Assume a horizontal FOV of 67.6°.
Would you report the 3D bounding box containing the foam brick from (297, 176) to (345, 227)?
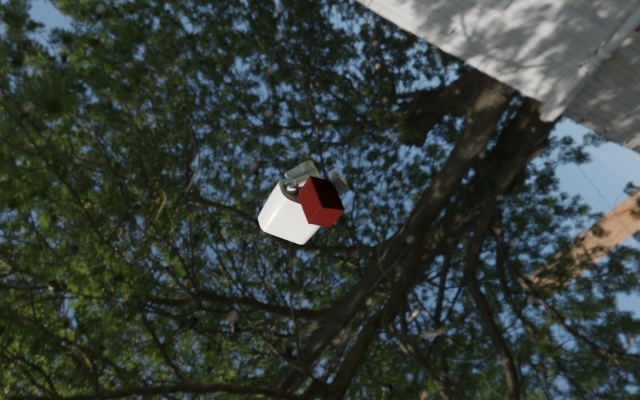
[{"bbox_3d":[0.000,0.003,0.876,0.053,0.078,0.051,12,-49,-35],"label":"foam brick"}]
